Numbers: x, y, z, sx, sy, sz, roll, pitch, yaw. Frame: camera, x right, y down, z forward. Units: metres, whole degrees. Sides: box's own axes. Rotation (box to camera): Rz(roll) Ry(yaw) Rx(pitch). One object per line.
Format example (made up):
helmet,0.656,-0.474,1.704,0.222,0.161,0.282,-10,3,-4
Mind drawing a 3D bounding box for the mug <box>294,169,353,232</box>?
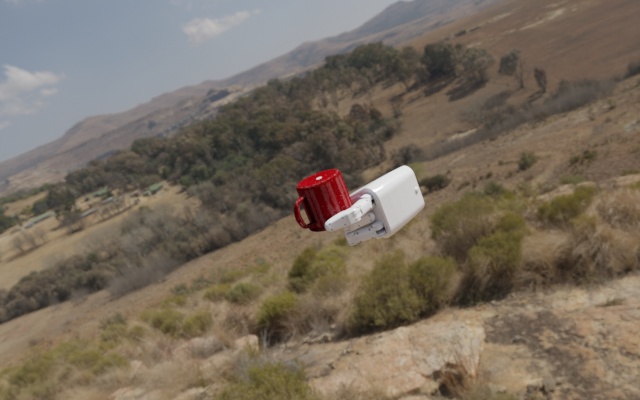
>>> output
mug,-0.001,0.003,0.822,0.117,0.081,0.093,-32,18,-32
